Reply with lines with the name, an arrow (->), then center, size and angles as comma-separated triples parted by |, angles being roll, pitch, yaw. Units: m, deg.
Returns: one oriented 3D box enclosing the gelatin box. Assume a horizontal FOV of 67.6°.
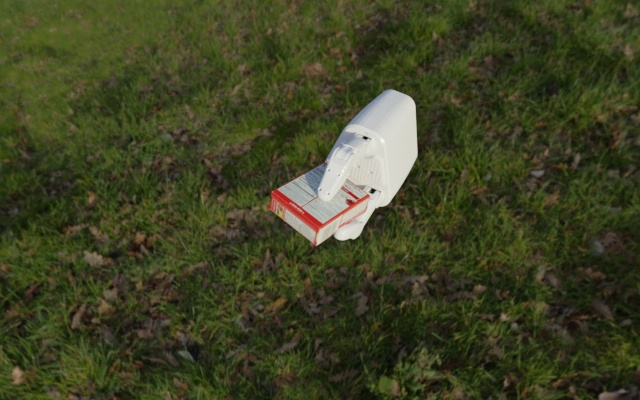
gelatin box -> 0.000, 0.002, 0.531 | 0.073, 0.030, 0.089 | 37, 47, 25
